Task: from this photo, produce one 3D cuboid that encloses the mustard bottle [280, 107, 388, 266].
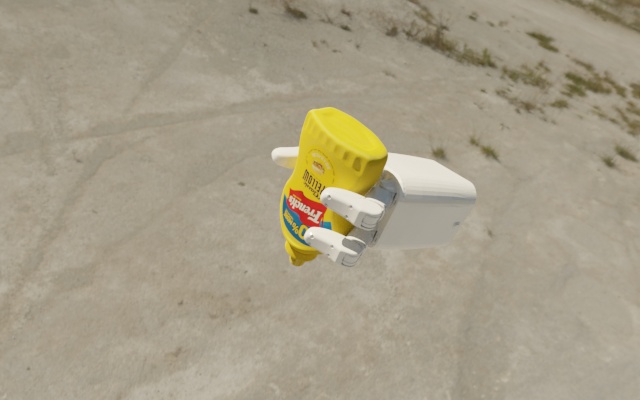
[{"bbox_3d":[0.000,0.002,0.527,0.058,0.192,0.096,-20,52,-43],"label":"mustard bottle"}]
